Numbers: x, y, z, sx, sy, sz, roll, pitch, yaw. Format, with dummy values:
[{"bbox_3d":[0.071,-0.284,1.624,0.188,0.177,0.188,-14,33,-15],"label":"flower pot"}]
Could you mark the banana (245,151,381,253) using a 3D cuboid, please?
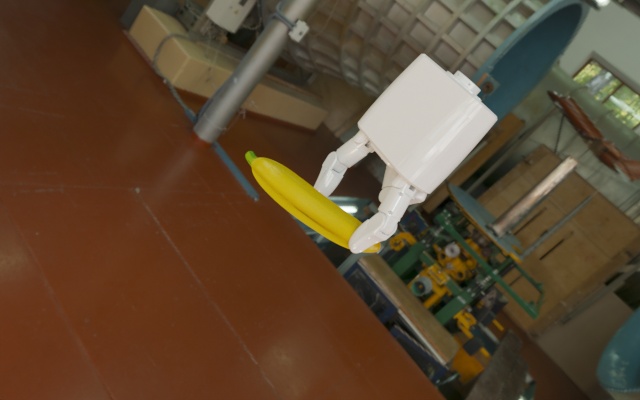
[{"bbox_3d":[-0.004,0.007,0.544,0.198,0.037,0.069,38,19,-10],"label":"banana"}]
